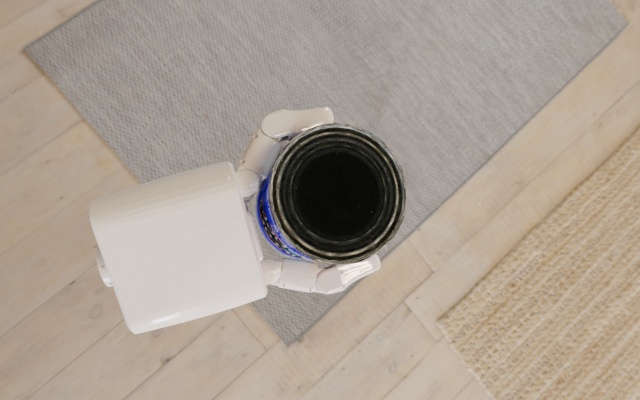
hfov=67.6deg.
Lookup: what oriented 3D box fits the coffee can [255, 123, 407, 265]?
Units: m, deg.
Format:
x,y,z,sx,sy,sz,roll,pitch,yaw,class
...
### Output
x,y,z,sx,sy,sz,roll,pitch,yaw,class
0.000,0.001,0.409,0.103,0.103,0.140,0,-6,-12,coffee can
